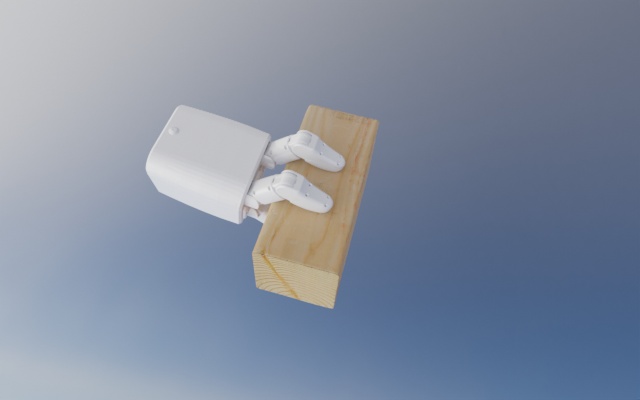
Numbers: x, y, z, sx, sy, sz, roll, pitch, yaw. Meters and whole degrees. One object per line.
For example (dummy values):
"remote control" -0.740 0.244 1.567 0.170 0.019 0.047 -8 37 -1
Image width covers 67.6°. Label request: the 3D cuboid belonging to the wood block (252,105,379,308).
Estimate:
"wood block" 0.000 0.002 0.545 0.090 0.206 0.091 14 -33 5
